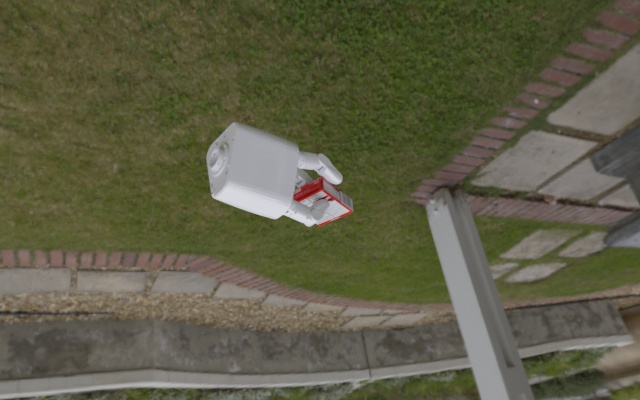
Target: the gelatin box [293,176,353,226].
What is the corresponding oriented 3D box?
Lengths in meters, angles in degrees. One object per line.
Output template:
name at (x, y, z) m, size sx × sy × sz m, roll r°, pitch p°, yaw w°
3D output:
gelatin box at (0.000, 0.003, 0.797) m, size 0.073 × 0.030 × 0.089 m, roll -25°, pitch -41°, yaw 30°
